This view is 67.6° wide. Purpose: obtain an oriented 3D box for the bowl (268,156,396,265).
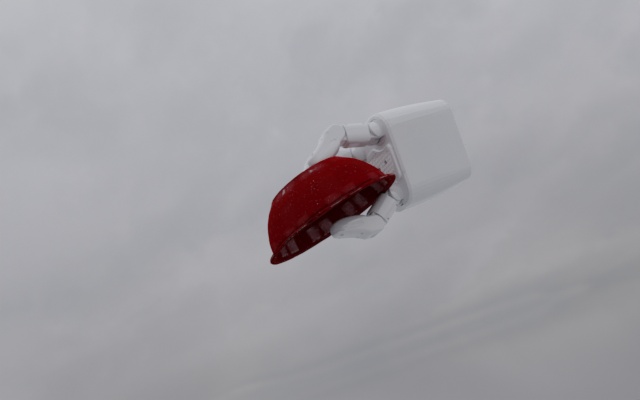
[{"bbox_3d":[-0.001,0.002,0.513,0.162,0.055,0.162,-34,-11,-8],"label":"bowl"}]
